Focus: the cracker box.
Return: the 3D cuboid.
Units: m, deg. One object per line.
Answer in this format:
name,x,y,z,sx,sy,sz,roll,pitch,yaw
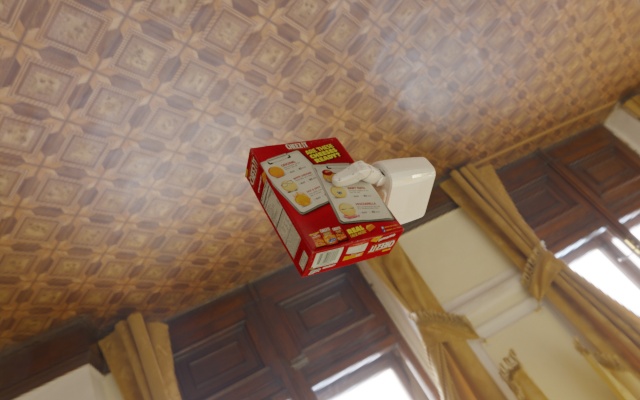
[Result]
cracker box,0.000,0.002,0.741,0.164,0.213,0.072,-11,-38,-31
